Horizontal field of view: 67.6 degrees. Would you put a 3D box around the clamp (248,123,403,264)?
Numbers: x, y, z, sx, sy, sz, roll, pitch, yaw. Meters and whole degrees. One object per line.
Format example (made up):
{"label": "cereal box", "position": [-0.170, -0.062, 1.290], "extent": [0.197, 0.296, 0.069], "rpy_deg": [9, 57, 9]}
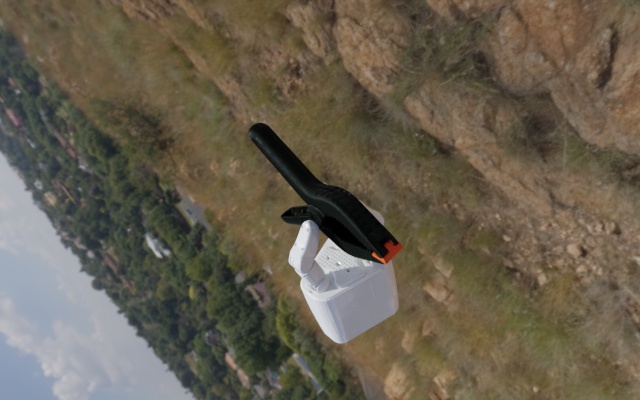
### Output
{"label": "clamp", "position": [0.000, 0.003, 0.536], "extent": [0.036, 0.165, 0.210], "rpy_deg": [-41, 45, -21]}
